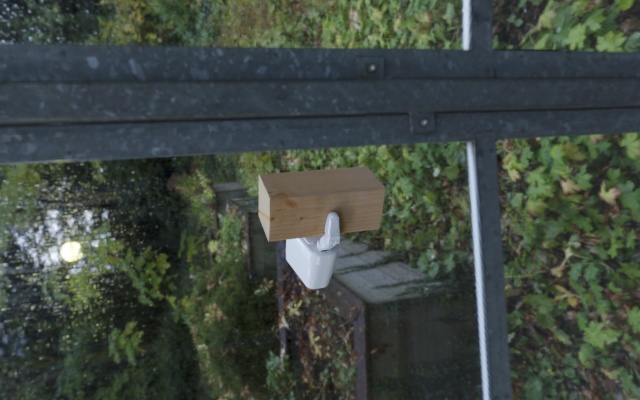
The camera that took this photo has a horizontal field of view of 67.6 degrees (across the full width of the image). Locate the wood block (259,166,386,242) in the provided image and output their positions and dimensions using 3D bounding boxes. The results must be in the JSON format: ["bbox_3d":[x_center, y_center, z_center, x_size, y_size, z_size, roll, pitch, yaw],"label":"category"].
[{"bbox_3d":[0.000,0.003,0.853,0.206,0.090,0.090,-6,32,-17],"label":"wood block"}]
